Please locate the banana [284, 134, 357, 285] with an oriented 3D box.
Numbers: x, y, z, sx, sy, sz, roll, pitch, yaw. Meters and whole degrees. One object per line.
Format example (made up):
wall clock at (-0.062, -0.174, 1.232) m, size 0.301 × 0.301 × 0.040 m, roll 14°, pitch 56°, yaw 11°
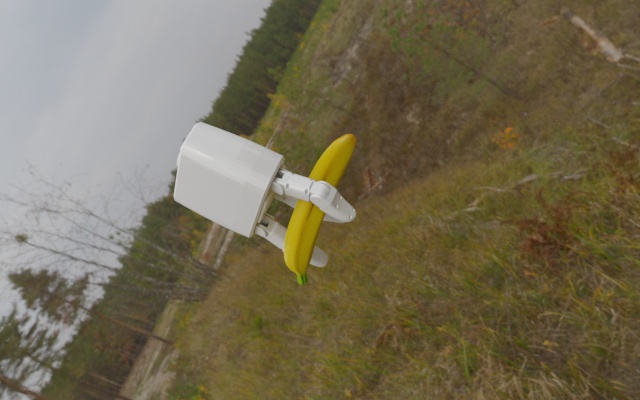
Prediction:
banana at (-0.004, 0.002, 0.569) m, size 0.037 × 0.198 × 0.069 m, roll 20°, pitch -7°, yaw 11°
